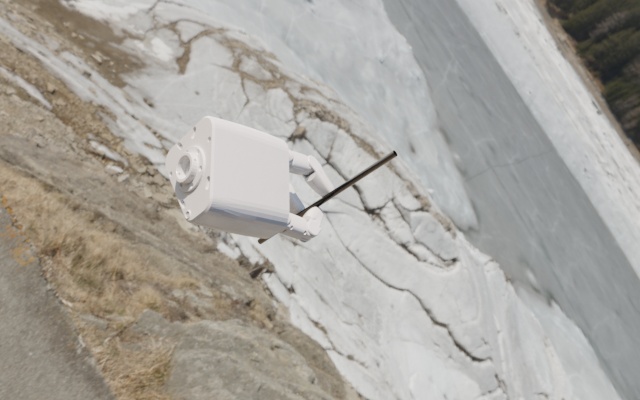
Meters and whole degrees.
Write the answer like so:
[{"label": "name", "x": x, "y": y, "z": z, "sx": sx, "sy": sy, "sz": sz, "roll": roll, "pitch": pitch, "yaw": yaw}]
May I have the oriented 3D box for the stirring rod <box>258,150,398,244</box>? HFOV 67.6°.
[{"label": "stirring rod", "x": 0.000, "y": 0.002, "z": 0.610, "sx": 0.239, "sy": 0.011, "sz": 0.011, "roll": -33, "pitch": -19, "yaw": 32}]
